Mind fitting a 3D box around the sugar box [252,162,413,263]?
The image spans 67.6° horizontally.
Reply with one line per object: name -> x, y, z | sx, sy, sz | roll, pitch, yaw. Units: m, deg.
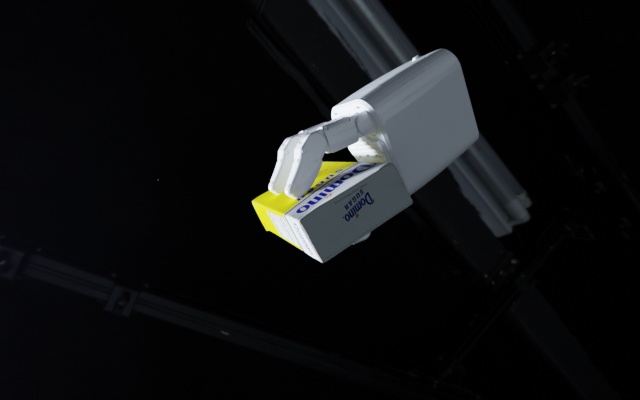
sugar box -> 0.000, 0.001, 0.448 | 0.093, 0.048, 0.176 | -32, 12, -15
